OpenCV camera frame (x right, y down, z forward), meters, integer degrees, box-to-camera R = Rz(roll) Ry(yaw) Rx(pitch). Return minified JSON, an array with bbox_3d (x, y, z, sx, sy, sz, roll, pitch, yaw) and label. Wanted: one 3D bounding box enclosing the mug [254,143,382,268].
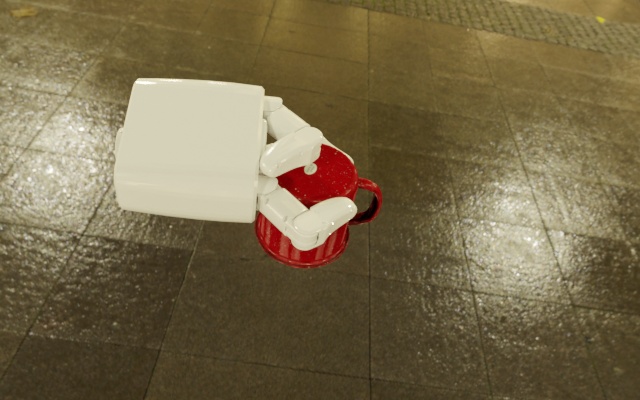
[{"bbox_3d":[0.002,0.001,0.439,0.117,0.093,0.082,2,-43,-9],"label":"mug"}]
